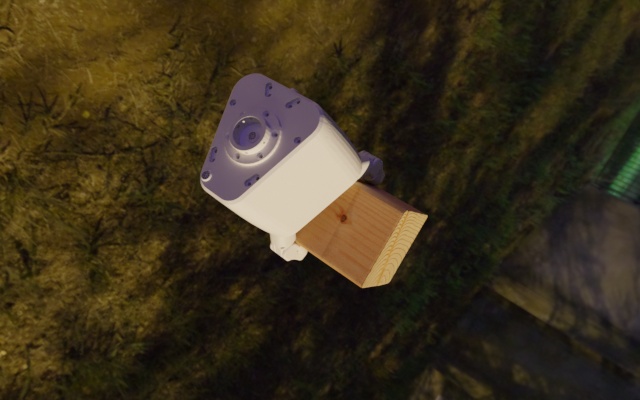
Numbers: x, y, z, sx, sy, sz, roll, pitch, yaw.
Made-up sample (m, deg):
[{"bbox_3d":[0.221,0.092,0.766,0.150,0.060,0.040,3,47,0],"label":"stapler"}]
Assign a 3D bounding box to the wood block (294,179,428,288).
[{"bbox_3d":[0.000,0.002,0.537,0.206,0.091,0.090,33,9,25],"label":"wood block"}]
